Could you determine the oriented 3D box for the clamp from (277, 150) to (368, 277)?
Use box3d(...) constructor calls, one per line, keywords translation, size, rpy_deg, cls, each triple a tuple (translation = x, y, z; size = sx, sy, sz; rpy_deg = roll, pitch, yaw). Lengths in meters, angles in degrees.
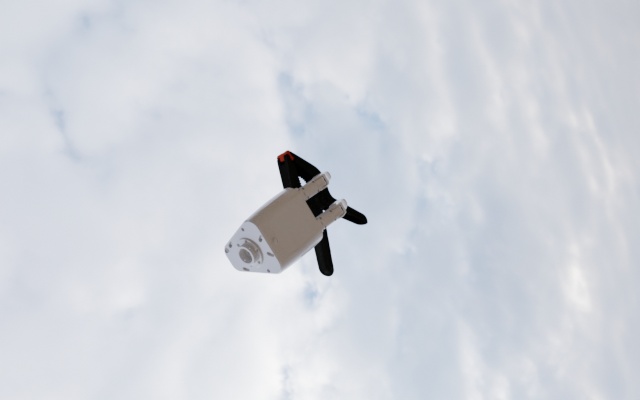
box3d(translation=(-0.001, 0.003, 0.818), size=(0.036, 0.210, 0.164), rpy_deg=(-24, 10, 39), cls="clamp")
